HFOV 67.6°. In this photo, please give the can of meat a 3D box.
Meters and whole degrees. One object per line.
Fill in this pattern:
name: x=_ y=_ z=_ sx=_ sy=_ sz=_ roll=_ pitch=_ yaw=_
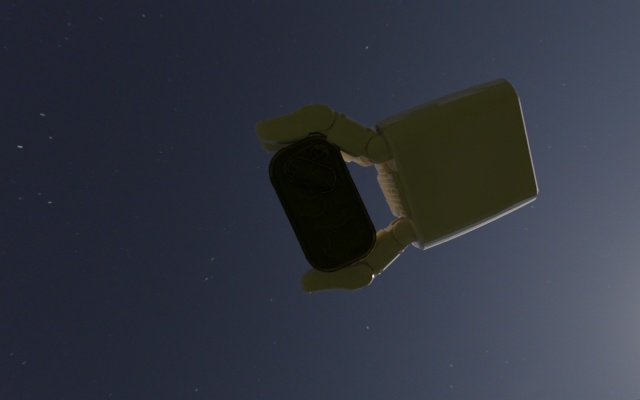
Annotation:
can of meat: x=0.000 y=0.001 z=0.401 sx=0.057 sy=0.102 sz=0.084 roll=-25 pitch=3 yaw=-1
